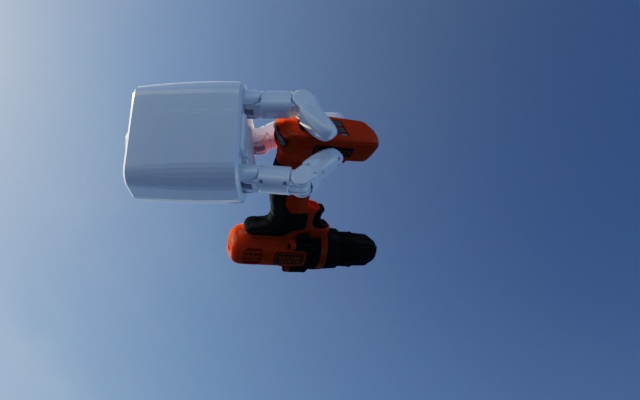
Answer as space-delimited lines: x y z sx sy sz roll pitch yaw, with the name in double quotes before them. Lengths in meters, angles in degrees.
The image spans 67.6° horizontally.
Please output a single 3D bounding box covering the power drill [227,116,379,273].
"power drill" 0.000 0.001 0.533 0.184 0.188 0.057 4 33 -22
